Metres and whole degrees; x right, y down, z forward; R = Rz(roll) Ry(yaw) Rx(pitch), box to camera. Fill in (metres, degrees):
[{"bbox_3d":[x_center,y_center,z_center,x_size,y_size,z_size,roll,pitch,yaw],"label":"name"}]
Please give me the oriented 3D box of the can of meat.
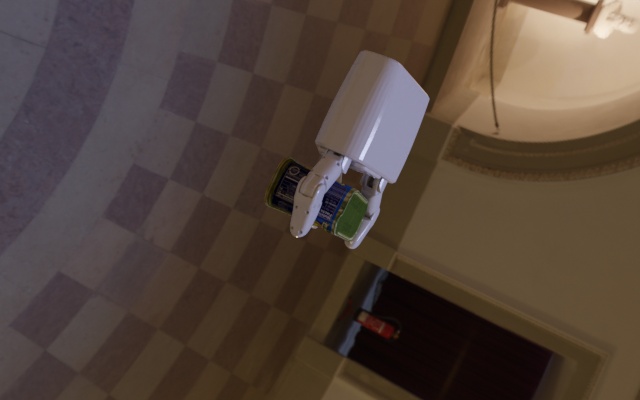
[{"bbox_3d":[0.000,0.002,0.520,0.084,0.057,0.102,25,-3,18],"label":"can of meat"}]
